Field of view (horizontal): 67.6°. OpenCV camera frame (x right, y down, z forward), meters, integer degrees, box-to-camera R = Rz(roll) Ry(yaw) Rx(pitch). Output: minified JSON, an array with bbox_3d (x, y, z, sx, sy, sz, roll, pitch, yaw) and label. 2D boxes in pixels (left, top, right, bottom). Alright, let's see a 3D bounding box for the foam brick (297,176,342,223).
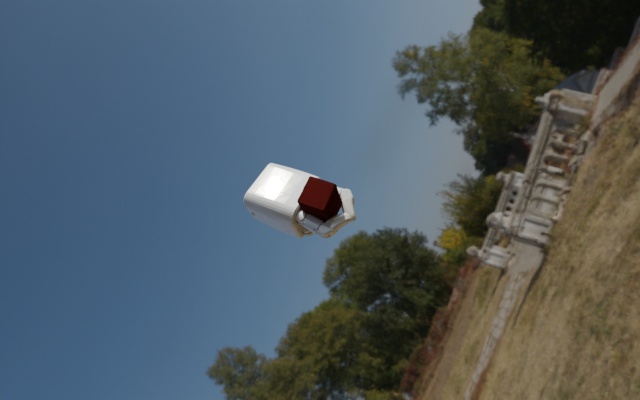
[{"bbox_3d":[0.000,0.003,0.820,0.051,0.053,0.078,20,-19,19],"label":"foam brick"}]
